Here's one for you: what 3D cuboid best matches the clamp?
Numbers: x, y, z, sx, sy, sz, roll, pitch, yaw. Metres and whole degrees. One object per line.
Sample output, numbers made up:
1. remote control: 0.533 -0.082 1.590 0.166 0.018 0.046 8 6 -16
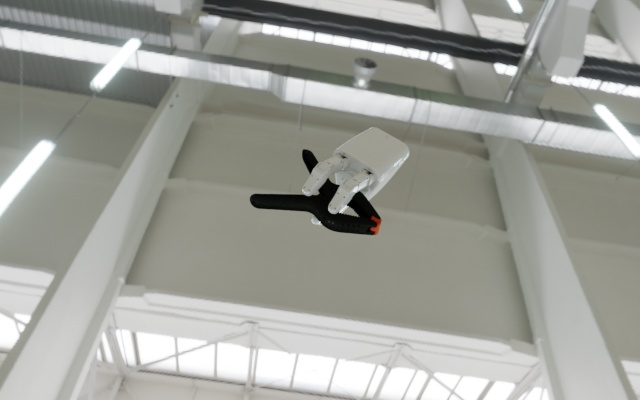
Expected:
1. clamp: 0.001 0.003 0.792 0.210 0.036 0.164 34 52 23
